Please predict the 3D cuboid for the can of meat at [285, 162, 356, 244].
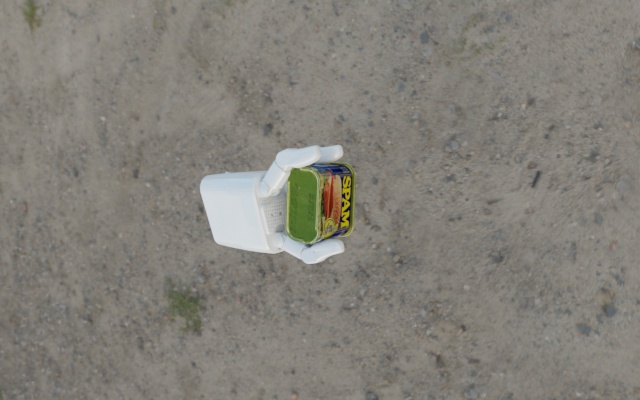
[{"bbox_3d":[0.000,0.002,0.624,0.057,0.102,0.084,8,9,34],"label":"can of meat"}]
